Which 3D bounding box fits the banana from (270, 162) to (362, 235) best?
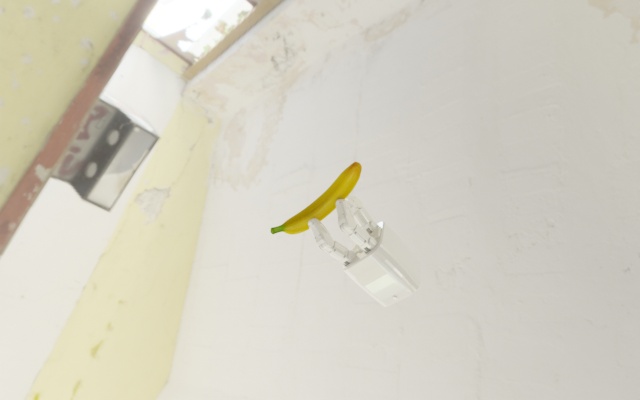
[{"bbox_3d":[0.004,0.005,0.830,0.198,0.037,0.069,-40,-14,16],"label":"banana"}]
